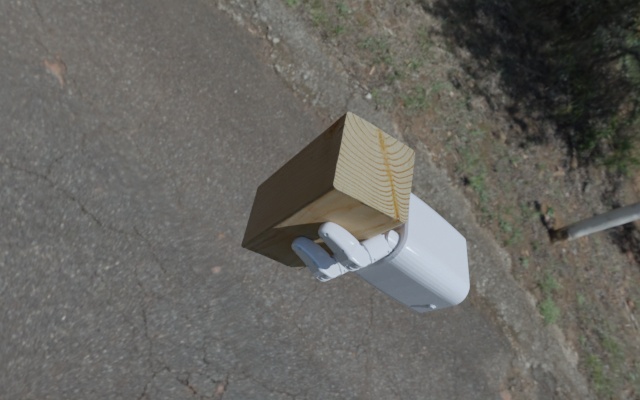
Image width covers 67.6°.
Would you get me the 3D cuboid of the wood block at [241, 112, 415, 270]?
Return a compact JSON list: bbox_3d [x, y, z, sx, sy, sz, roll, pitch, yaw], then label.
[{"bbox_3d":[0.001,0.002,0.538,0.090,0.090,0.206,26,-32,-23],"label":"wood block"}]
